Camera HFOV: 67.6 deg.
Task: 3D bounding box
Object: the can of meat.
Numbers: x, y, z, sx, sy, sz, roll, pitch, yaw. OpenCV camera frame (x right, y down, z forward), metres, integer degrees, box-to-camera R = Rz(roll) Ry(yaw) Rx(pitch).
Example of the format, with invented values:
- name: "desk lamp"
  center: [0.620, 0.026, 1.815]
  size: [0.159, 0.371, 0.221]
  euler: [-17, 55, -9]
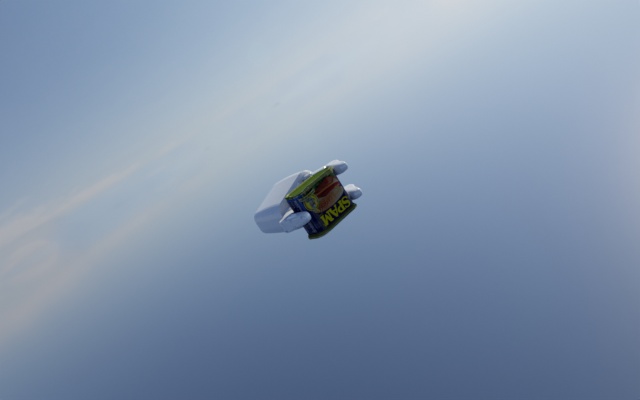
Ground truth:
- name: "can of meat"
  center: [0.000, 0.002, 0.815]
  size: [0.102, 0.084, 0.057]
  euler: [-40, 14, -31]
